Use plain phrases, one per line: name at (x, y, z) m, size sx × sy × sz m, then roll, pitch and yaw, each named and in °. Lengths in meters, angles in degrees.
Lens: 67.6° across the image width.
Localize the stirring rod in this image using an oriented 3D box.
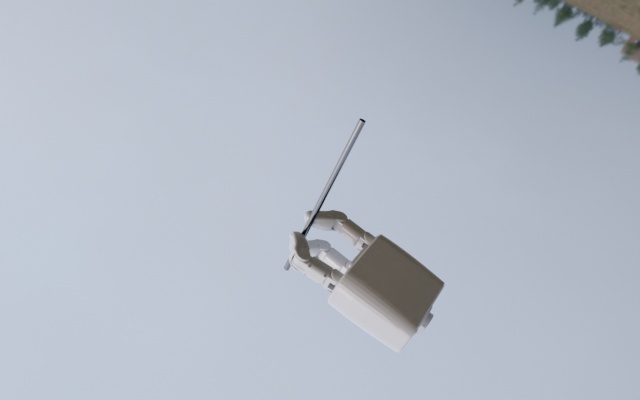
stirring rod at (0.000, 0.002, 0.598) m, size 0.011 × 0.240 × 0.011 m, roll 19°, pitch 32°, yaw -13°
